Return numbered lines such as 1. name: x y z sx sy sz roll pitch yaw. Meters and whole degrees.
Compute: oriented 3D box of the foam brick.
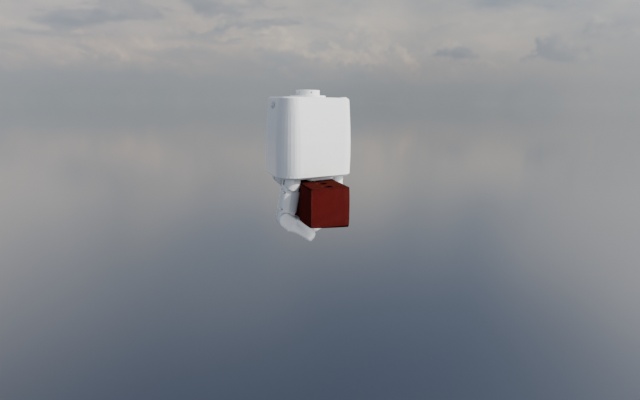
1. foam brick: 0.000 0.002 0.625 0.053 0.051 0.078 -2 12 -19
